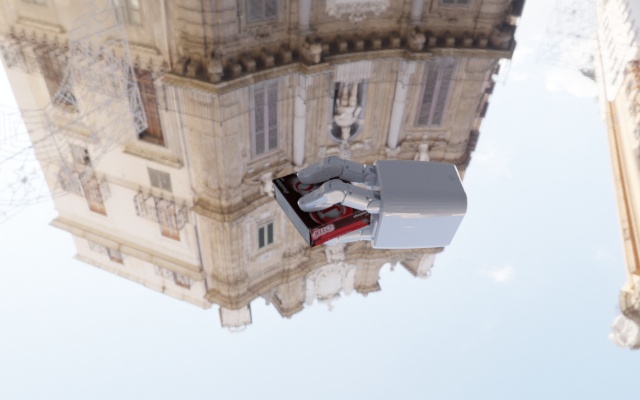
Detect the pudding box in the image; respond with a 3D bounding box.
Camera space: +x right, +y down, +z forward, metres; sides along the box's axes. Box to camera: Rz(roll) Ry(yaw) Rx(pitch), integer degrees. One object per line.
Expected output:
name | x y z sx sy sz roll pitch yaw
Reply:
pudding box | 0.000 0.002 0.624 0.090 0.039 0.113 -19 42 -22
